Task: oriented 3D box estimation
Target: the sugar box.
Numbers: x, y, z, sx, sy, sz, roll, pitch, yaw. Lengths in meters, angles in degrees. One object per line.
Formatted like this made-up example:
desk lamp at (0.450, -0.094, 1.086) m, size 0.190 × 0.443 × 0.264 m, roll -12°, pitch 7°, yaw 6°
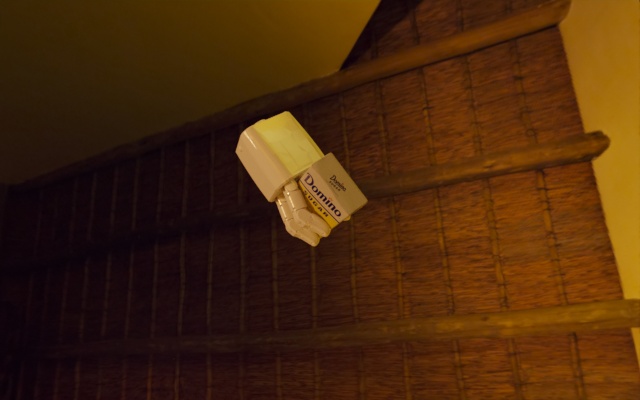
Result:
sugar box at (0.000, 0.003, 0.757) m, size 0.048 × 0.093 × 0.176 m, roll -35°, pitch -5°, yaw -24°
